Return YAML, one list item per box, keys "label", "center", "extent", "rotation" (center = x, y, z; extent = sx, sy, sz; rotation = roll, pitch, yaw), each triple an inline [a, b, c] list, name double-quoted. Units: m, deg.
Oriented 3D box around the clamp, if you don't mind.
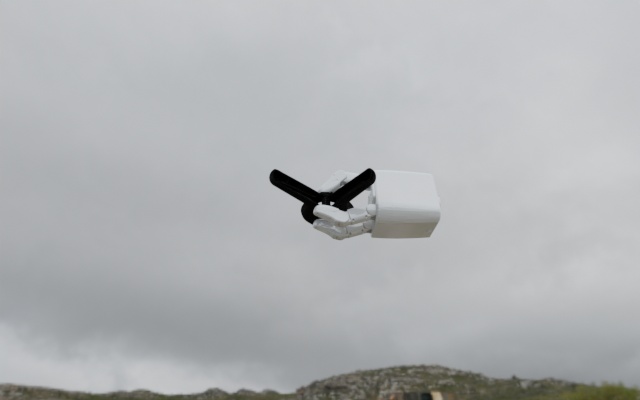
- label: "clamp"
  center: [0.000, 0.002, 0.811]
  extent: [0.164, 0.036, 0.210]
  rotation: [4, -28, 0]
